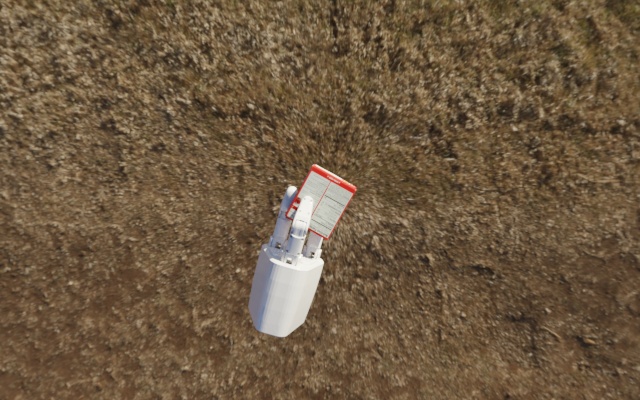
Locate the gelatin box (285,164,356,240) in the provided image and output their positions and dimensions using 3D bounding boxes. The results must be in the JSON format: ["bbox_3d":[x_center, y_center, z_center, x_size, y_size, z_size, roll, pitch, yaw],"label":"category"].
[{"bbox_3d":[0.000,0.002,0.701,0.073,0.089,0.030,29,10,-1],"label":"gelatin box"}]
